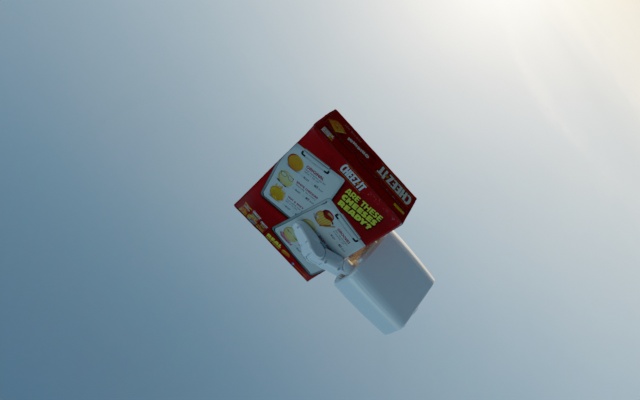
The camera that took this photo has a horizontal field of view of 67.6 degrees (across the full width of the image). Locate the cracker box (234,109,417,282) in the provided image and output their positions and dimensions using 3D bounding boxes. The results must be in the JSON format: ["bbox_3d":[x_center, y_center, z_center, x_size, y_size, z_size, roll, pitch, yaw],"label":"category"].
[{"bbox_3d":[0.000,0.002,0.667,0.214,0.164,0.072,-38,7,42],"label":"cracker box"}]
